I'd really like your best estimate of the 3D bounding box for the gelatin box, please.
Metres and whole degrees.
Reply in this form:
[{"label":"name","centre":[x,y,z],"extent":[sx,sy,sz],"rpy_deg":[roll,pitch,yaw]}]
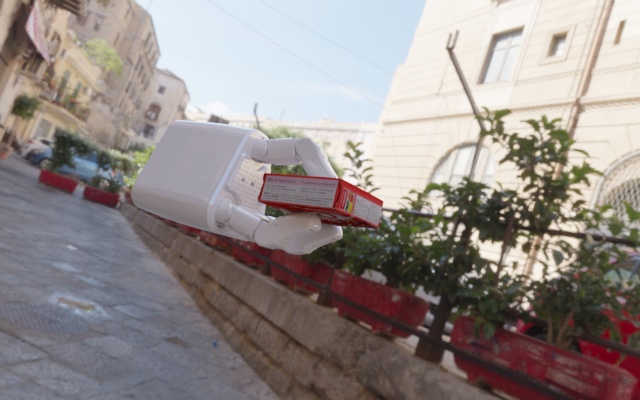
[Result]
[{"label":"gelatin box","centre":[0.000,0.001,0.429],"extent":[0.089,0.030,0.073],"rpy_deg":[5,-12,37]}]
